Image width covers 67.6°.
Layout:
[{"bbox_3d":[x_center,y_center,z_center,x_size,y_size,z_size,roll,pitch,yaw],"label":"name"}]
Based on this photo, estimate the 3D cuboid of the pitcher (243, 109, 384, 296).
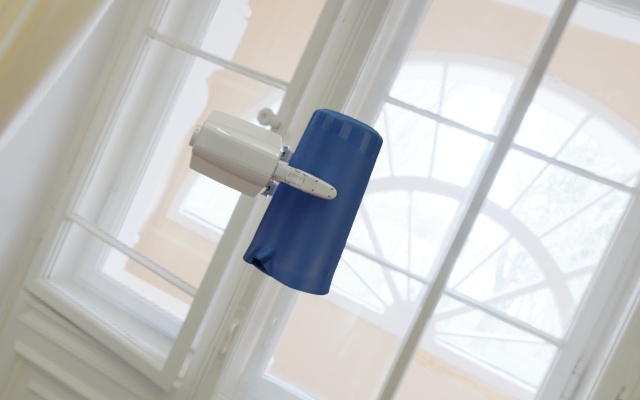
[{"bbox_3d":[0.000,0.002,0.686,0.145,0.243,0.149,23,3,-13],"label":"pitcher"}]
